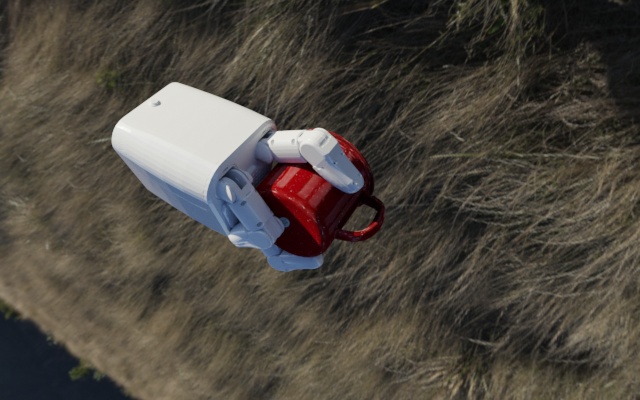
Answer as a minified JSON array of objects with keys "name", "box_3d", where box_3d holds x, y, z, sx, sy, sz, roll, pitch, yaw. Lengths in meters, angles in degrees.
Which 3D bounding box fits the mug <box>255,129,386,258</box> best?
[{"name":"mug","box_3d":[0.001,0.002,0.427,0.117,0.093,0.081,25,51,16]}]
